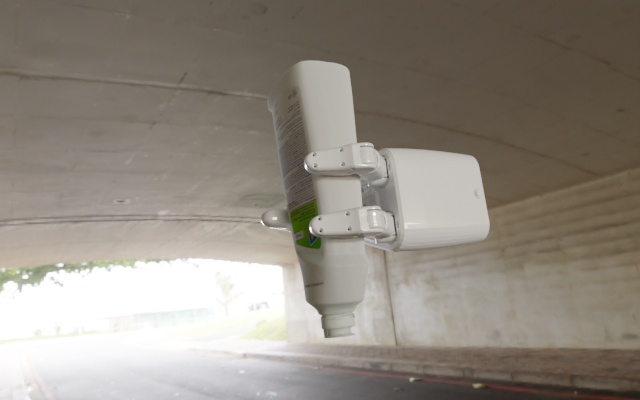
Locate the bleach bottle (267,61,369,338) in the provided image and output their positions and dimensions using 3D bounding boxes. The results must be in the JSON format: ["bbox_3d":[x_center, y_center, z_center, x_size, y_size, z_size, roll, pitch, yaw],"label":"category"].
[{"bbox_3d":[0.000,0.001,0.460,0.068,0.250,0.102,-1,-13,-25],"label":"bleach bottle"}]
